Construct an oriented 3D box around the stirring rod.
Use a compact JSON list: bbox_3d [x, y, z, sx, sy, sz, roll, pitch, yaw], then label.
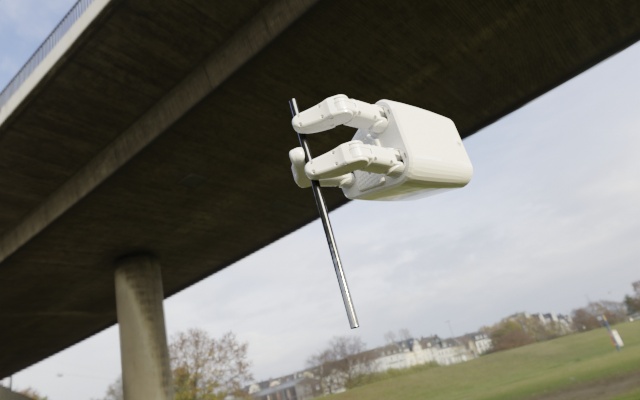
[{"bbox_3d":[0.000,0.002,0.451,0.011,0.239,0.011,-13,-24,-6],"label":"stirring rod"}]
